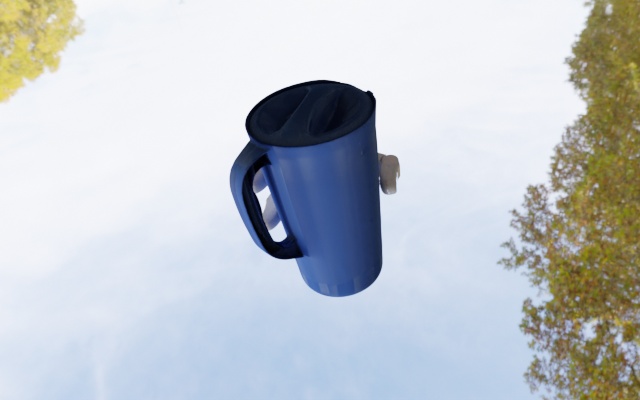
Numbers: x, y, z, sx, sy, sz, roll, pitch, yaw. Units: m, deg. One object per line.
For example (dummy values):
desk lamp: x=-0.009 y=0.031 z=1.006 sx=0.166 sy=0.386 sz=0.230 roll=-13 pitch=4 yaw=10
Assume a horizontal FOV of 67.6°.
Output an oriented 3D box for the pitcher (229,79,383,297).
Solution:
pitcher: x=0.000 y=0.002 z=0.542 sx=0.149 sy=0.243 sz=0.145 roll=-7 pitch=39 yaw=7
